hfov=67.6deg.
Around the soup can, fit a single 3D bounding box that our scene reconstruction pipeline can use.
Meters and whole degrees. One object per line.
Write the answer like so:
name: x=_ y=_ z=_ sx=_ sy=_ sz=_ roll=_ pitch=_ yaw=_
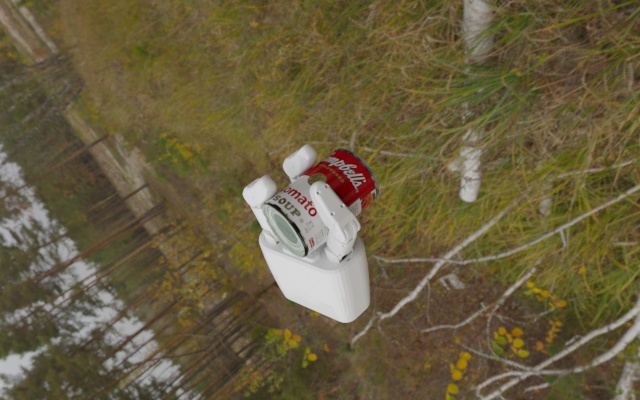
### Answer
soup can: x=0.000 y=0.001 z=0.484 sx=0.102 sy=0.068 sz=0.068 roll=-38 pitch=16 yaw=-22
